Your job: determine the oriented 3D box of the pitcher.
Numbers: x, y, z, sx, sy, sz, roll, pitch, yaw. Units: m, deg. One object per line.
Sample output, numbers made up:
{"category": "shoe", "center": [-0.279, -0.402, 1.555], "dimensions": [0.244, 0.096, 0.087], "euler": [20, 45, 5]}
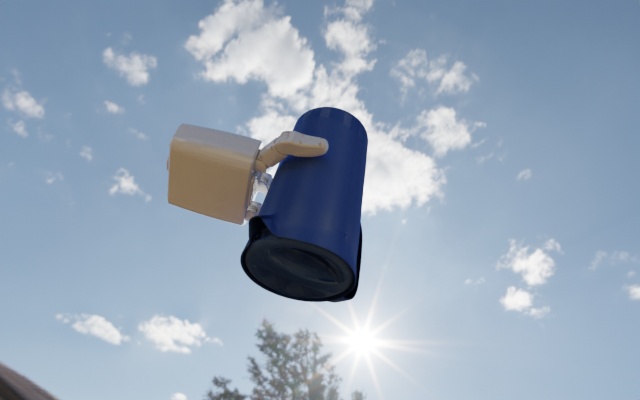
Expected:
{"category": "pitcher", "center": [0.000, 0.002, 0.614], "dimensions": [0.145, 0.242, 0.149], "euler": [13, -39, 0]}
